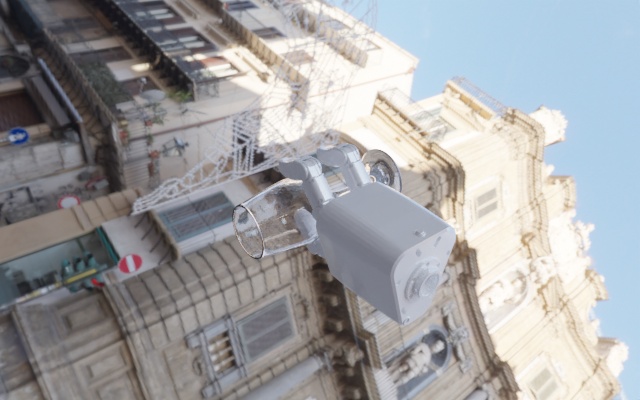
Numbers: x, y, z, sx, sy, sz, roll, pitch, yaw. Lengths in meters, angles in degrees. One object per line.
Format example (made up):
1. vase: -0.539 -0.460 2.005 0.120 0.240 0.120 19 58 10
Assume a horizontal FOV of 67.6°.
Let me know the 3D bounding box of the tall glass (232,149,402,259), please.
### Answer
1. tall glass: 0.001 0.002 0.556 0.201 0.079 0.079 -22 12 -33
